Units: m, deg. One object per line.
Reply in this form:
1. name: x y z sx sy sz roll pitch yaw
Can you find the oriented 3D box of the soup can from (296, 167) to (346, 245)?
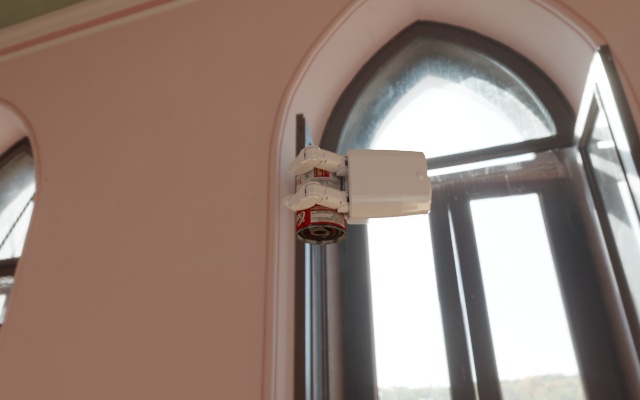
1. soup can: 0.000 0.002 0.663 0.068 0.102 0.068 -1 -25 0
